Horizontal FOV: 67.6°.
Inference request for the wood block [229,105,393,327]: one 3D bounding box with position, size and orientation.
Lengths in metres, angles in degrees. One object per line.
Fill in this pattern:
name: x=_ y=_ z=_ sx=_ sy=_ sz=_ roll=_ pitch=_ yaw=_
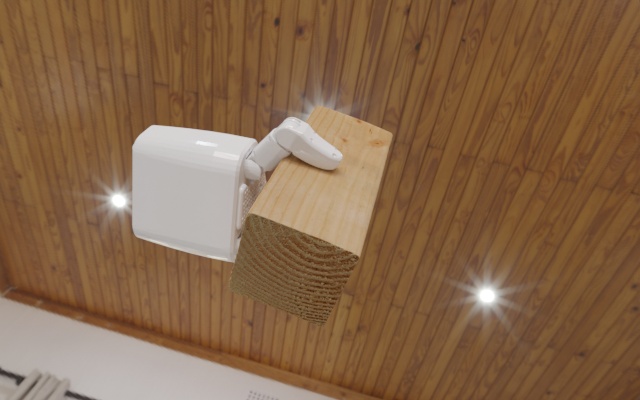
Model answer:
wood block: x=0.000 y=0.001 z=0.452 sx=0.090 sy=0.091 sz=0.206 roll=22 pitch=37 yaw=1
